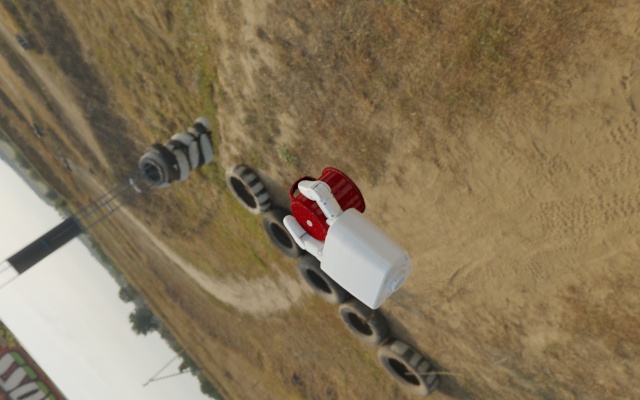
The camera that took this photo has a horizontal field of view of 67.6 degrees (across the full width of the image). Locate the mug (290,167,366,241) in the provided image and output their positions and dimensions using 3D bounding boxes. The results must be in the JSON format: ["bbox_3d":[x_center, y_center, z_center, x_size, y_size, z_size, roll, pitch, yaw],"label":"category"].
[{"bbox_3d":[-0.001,0.002,0.745,0.117,0.081,0.093,37,-26,27],"label":"mug"}]
